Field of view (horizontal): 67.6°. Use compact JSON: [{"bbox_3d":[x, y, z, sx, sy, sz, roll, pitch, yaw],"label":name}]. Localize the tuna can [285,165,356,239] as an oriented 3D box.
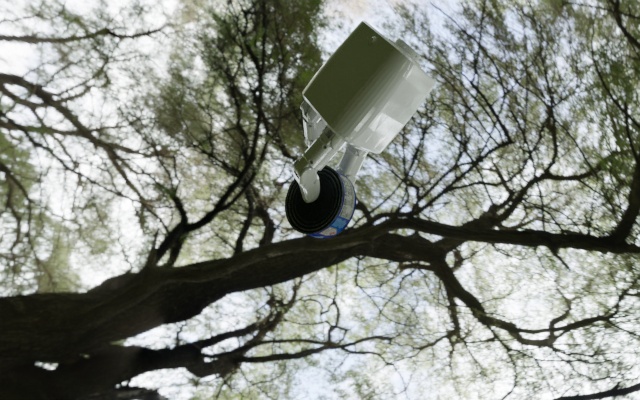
[{"bbox_3d":[0.000,0.002,0.576,0.086,0.086,0.034,0,-15,38],"label":"tuna can"}]
